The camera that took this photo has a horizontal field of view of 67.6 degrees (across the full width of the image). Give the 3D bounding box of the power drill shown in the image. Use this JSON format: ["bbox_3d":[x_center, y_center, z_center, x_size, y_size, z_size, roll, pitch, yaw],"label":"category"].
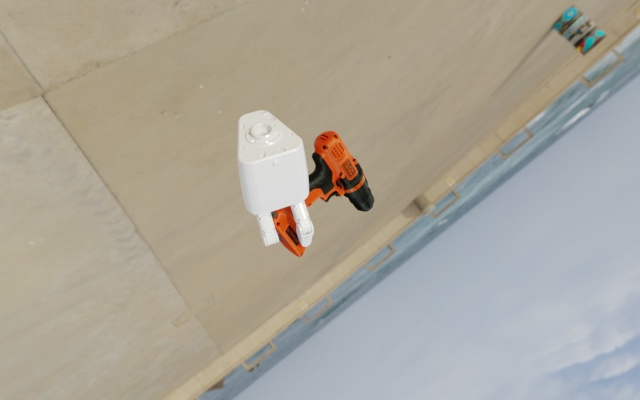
[{"bbox_3d":[0.000,0.003,0.809,0.057,0.187,0.184,26,-22,49],"label":"power drill"}]
